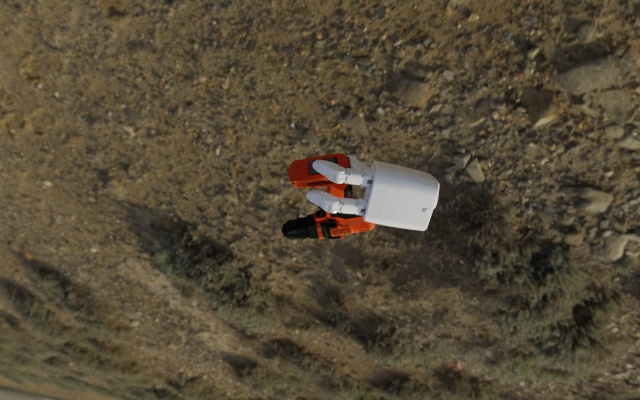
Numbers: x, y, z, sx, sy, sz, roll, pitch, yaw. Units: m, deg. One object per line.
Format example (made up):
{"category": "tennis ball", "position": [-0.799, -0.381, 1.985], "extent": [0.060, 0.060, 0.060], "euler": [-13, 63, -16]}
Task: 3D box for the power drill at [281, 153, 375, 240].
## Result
{"category": "power drill", "position": [0.000, 0.003, 0.874], "extent": [0.184, 0.057, 0.188], "euler": [-10, -40, 7]}
